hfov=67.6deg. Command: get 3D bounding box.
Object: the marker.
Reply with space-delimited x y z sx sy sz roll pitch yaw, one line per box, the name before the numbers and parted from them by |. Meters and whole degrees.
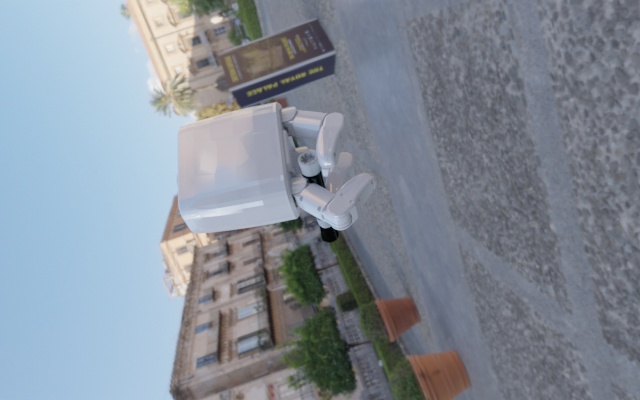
marker | 0.000 0.002 0.471 0.020 0.020 0.121 0 -41 15
